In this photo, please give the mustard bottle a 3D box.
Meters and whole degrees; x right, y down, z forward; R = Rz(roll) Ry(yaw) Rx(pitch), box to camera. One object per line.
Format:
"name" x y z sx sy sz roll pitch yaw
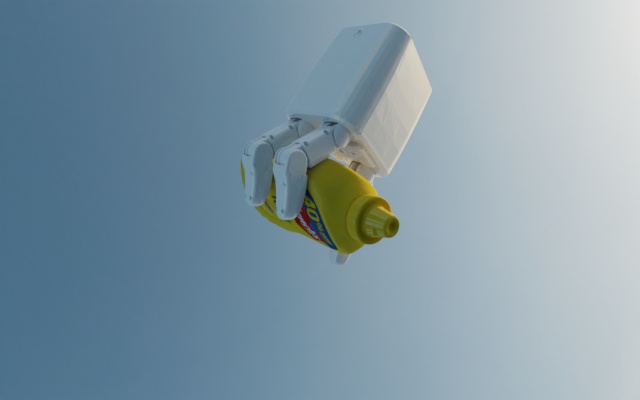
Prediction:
"mustard bottle" 0.000 0.002 0.446 0.058 0.096 0.191 -38 31 -24
